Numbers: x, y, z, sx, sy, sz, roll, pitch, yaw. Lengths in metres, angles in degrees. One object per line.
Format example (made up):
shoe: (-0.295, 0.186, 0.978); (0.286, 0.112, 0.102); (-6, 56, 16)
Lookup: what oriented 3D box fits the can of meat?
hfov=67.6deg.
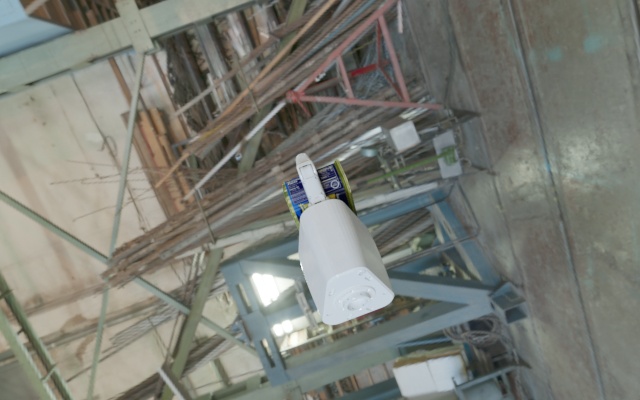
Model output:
can of meat: (0.000, 0.002, 0.660); (0.084, 0.057, 0.102); (-21, -38, -1)
